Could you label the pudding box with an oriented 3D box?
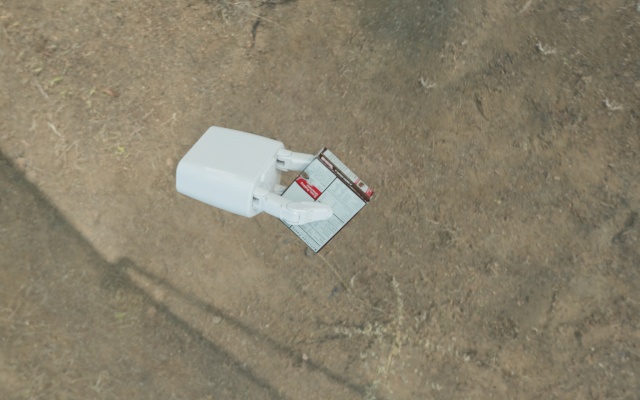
[{"bbox_3d":[0.000,0.002,0.621,0.113,0.090,0.039,-46,2,32],"label":"pudding box"}]
